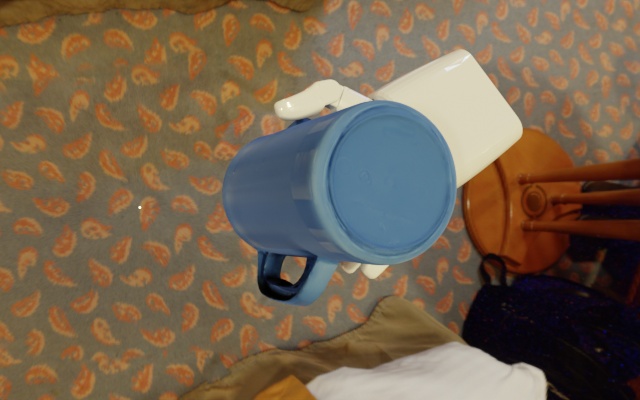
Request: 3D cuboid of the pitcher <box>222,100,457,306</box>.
[{"bbox_3d":[0.000,0.001,0.411,0.145,0.149,0.243,-31,10,-19],"label":"pitcher"}]
